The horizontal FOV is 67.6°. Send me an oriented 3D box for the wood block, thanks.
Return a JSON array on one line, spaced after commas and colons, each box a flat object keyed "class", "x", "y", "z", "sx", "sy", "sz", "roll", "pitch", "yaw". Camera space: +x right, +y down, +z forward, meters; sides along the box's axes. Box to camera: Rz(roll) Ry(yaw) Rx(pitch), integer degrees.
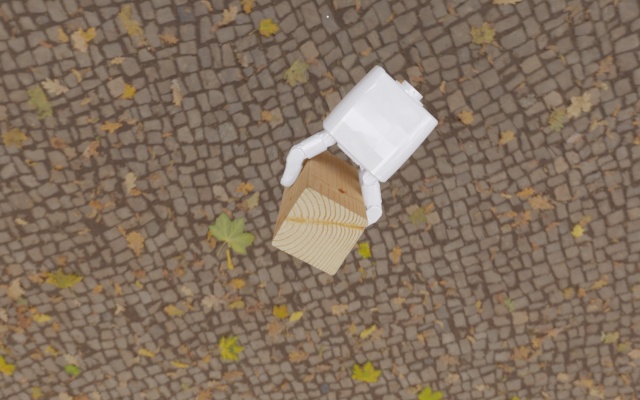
[{"class": "wood block", "x": 0.000, "y": 0.002, "z": 0.671, "sx": 0.091, "sy": 0.090, "sz": 0.206, "roll": 29, "pitch": 19, "yaw": -10}]
